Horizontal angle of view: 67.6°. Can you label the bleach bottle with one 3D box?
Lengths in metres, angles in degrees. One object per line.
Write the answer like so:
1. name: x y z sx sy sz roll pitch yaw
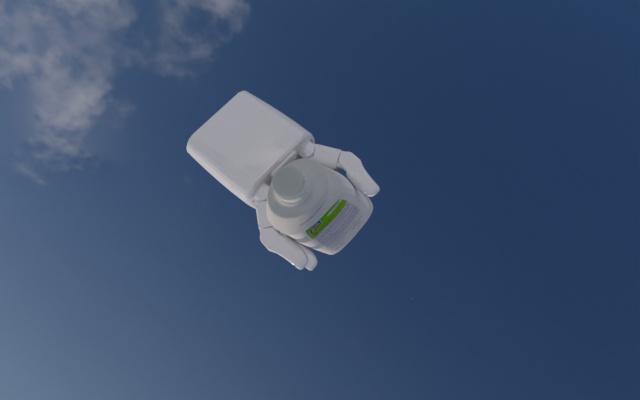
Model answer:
1. bleach bottle: 0.000 0.002 0.537 0.068 0.102 0.251 38 -2 16
